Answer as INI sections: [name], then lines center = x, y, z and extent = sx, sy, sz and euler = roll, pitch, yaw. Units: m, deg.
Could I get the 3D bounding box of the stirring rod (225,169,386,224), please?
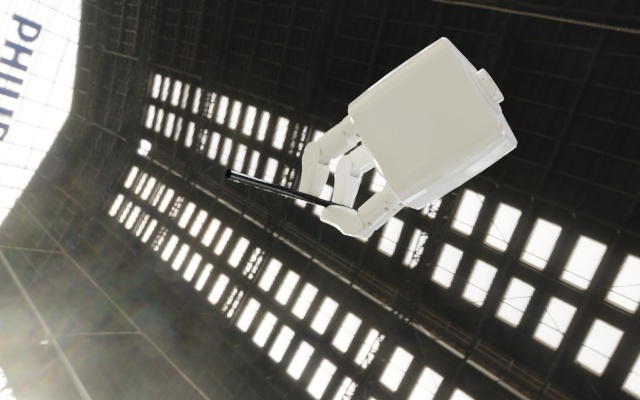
[stirring rod]
center = 0.000, 0.002, 0.479
extent = 0.011, 0.011, 0.239
euler = 0, -11, 39
